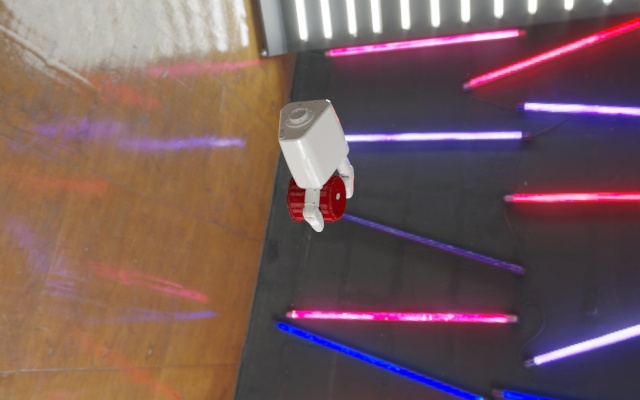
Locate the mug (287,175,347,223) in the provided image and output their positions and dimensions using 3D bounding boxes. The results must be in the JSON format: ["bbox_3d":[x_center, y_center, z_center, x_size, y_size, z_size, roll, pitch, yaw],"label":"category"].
[{"bbox_3d":[0.001,0.004,0.879,0.081,0.093,0.117,1,-40,25],"label":"mug"}]
